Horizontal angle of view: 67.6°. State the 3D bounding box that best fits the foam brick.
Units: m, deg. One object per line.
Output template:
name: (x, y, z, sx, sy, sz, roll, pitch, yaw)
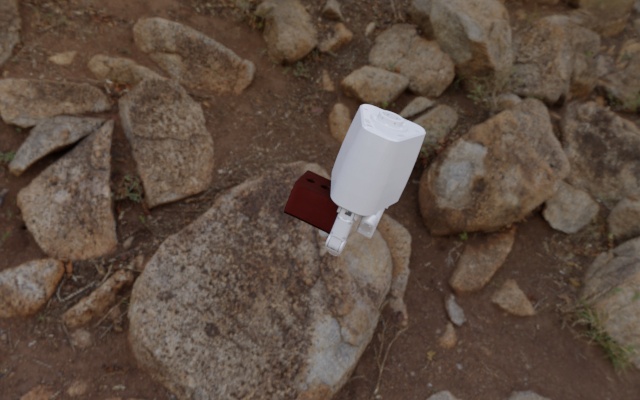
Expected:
foam brick: (0.000, 0.002, 0.651, 0.078, 0.051, 0.053, 25, 29, 9)
